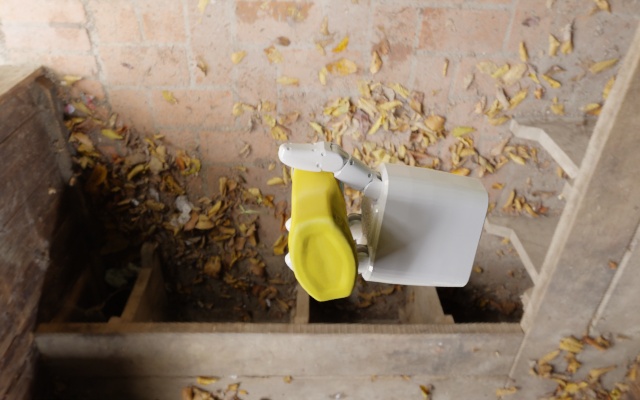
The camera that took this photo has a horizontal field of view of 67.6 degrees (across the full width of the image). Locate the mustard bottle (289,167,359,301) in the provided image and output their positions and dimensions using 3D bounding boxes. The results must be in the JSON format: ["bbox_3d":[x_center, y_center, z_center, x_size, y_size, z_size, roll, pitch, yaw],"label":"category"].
[{"bbox_3d":[0.000,0.002,0.483,0.058,0.096,0.191,-13,33,6],"label":"mustard bottle"}]
